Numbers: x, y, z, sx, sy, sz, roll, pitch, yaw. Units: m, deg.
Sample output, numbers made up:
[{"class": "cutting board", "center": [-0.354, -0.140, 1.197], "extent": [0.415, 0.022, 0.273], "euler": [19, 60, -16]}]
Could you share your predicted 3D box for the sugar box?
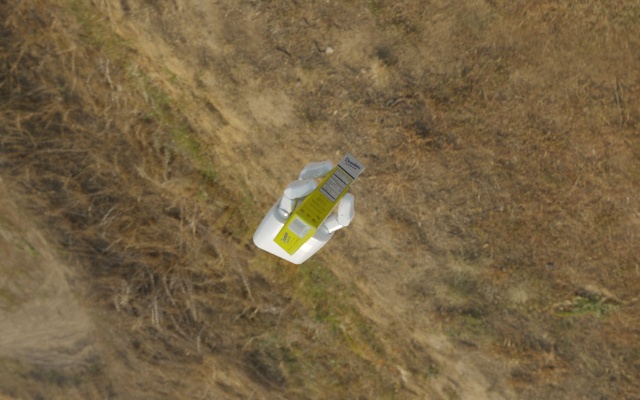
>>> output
[{"class": "sugar box", "center": [0.000, 0.002, 0.773], "extent": [0.093, 0.048, 0.176], "euler": [-48, 4, 47]}]
